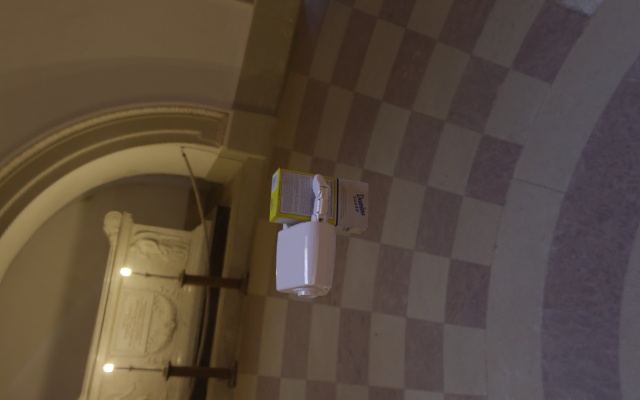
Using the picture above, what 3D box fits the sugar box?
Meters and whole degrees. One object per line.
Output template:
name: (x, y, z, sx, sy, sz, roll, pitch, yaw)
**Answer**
sugar box: (0.000, 0.003, 0.865, 0.176, 0.093, 0.048, 10, -21, -21)
